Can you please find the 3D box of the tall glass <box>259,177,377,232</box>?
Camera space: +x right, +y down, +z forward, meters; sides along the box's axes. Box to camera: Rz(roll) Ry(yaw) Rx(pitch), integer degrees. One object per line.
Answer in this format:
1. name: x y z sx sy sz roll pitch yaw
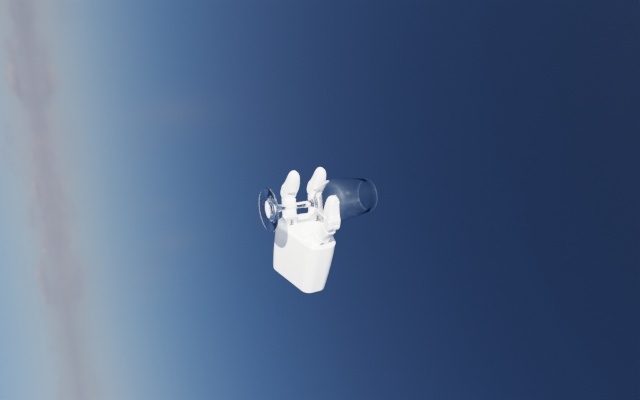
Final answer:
1. tall glass: 0.000 0.003 0.828 0.201 0.079 0.079 -9 4 -29
